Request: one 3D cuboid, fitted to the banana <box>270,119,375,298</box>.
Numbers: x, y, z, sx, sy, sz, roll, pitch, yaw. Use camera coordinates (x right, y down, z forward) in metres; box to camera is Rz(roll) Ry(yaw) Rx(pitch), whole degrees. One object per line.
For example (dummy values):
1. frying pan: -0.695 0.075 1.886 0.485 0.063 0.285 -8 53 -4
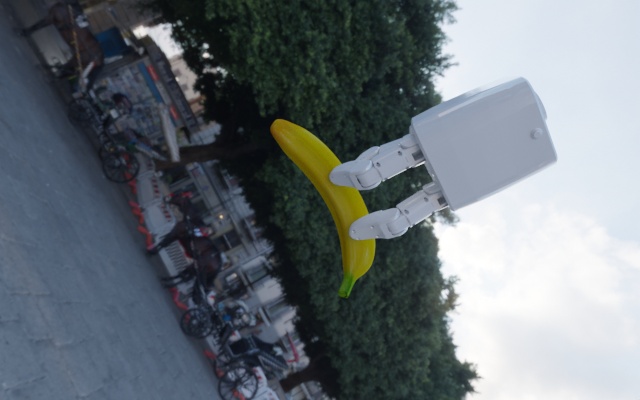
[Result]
1. banana: 0.013 -0.001 0.507 0.037 0.198 0.069 -21 4 43
